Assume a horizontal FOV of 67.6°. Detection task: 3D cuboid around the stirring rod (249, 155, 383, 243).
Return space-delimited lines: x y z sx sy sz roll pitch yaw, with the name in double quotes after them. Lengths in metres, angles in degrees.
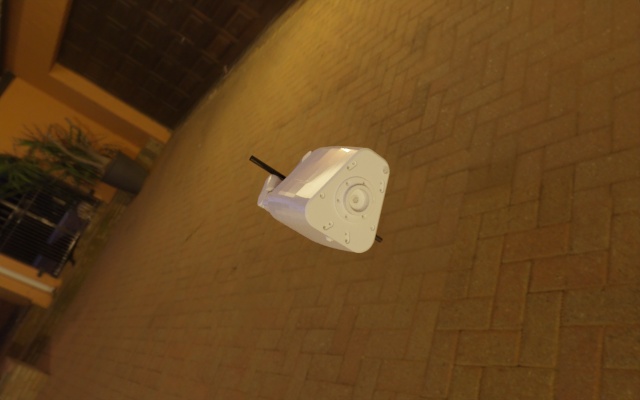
0.000 0.002 0.684 0.239 0.011 0.011 33 -15 -24 "stirring rod"
